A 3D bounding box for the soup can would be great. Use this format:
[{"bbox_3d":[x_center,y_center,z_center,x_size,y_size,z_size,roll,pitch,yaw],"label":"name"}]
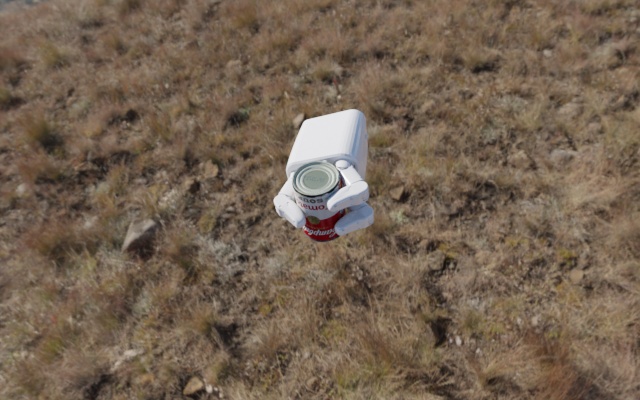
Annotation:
[{"bbox_3d":[0.000,0.002,0.677,0.068,0.068,0.102,0,-41,10],"label":"soup can"}]
